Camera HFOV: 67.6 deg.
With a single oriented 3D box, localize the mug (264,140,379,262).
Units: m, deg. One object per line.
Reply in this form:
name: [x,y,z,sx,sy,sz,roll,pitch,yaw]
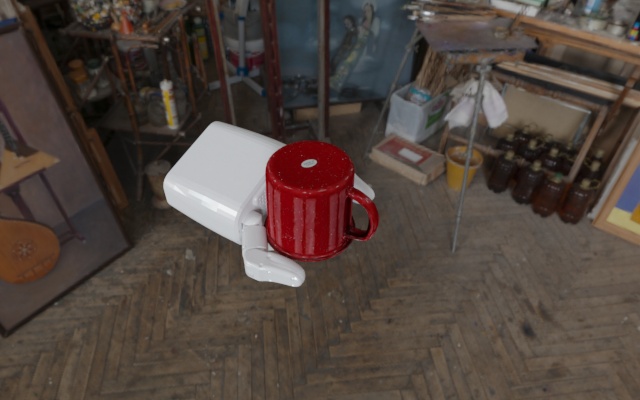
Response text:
mug: [0.001,0.002,0.450,0.117,0.082,0.093,23,46,22]
